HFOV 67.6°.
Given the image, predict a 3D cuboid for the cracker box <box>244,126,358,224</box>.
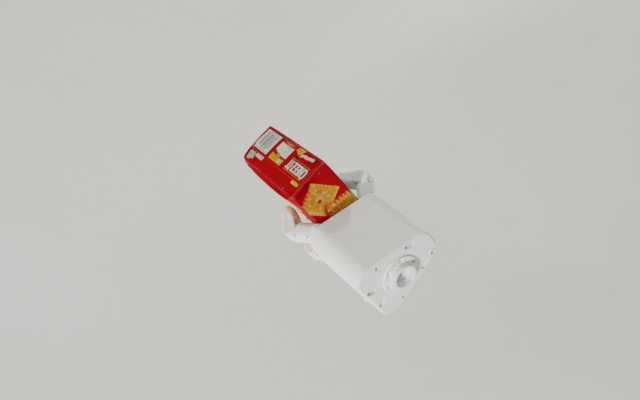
[{"bbox_3d":[0.000,0.002,0.708,0.214,0.072,0.164,46,-5,-40],"label":"cracker box"}]
